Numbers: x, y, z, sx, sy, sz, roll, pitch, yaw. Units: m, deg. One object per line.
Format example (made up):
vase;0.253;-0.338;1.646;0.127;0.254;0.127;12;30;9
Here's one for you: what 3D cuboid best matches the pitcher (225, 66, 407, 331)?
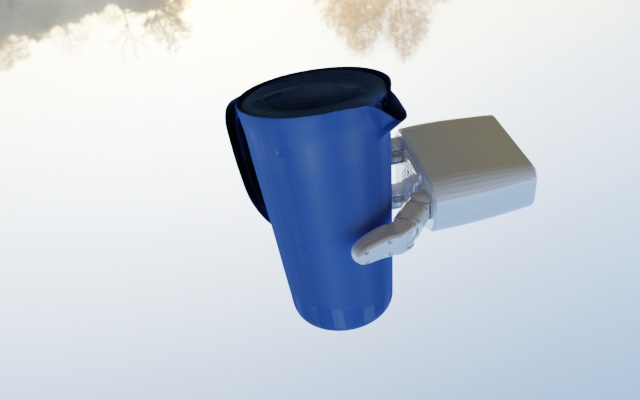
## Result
pitcher;0.000;0.002;0.466;0.145;0.243;0.149;-13;30;-8
